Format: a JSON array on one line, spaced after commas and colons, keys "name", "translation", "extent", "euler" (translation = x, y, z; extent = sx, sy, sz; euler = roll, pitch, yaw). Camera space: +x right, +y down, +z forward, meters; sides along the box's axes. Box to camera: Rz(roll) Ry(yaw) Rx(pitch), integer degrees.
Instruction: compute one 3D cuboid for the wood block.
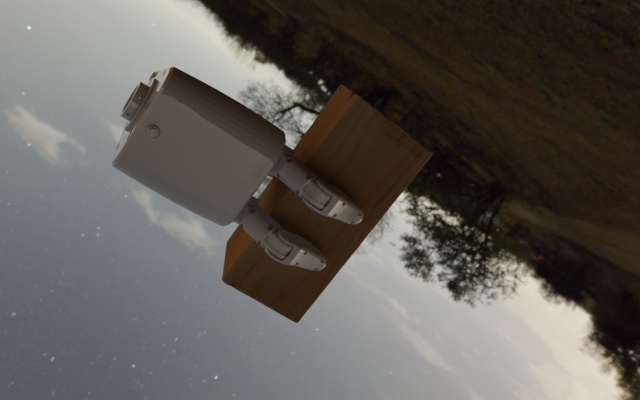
[{"name": "wood block", "translation": [0.000, 0.001, 0.468], "extent": [0.090, 0.206, 0.090], "euler": [34, 13, -18]}]
